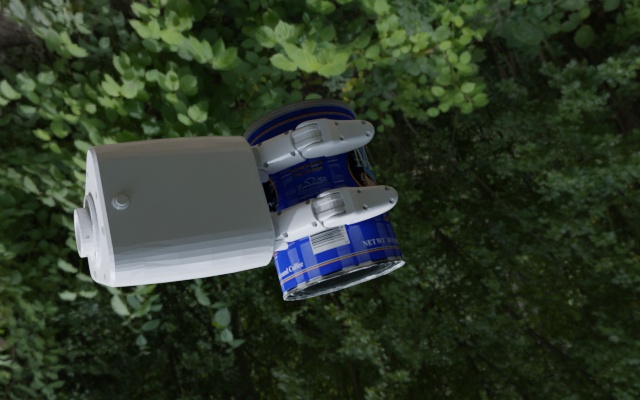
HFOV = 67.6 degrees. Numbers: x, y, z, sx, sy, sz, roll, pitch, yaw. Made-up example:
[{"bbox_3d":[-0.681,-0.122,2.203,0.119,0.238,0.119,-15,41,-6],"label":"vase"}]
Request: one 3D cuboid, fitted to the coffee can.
[{"bbox_3d":[0.000,0.001,0.404,0.103,0.140,0.103,-16,-16,-5],"label":"coffee can"}]
